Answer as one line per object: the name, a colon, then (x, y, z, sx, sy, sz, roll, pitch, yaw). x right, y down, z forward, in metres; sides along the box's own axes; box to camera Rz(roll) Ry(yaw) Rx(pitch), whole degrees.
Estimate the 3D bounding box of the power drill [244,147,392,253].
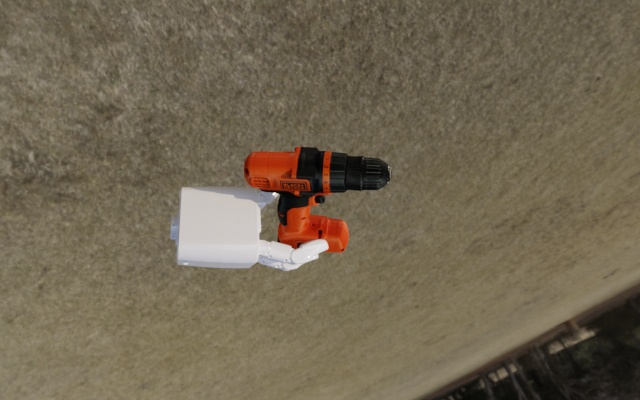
power drill: (0.000, 0.002, 0.653, 0.184, 0.057, 0.188, 4, -36, 7)
